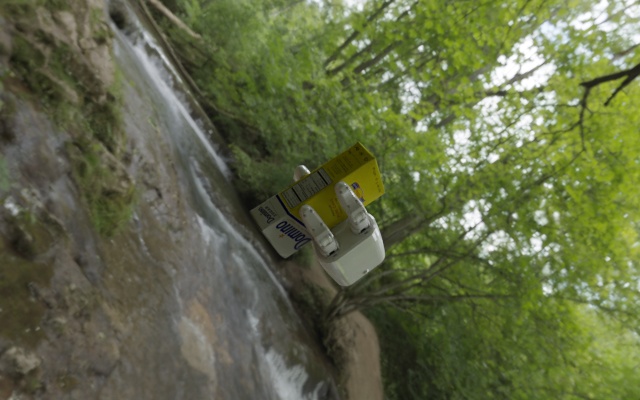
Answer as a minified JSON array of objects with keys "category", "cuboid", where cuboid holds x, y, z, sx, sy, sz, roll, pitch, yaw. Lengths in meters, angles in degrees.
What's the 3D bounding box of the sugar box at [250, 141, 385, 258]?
[{"category":"sugar box","cuboid":[0.001,0.003,0.656,0.176,0.048,0.093,-36,-35,-5]}]
